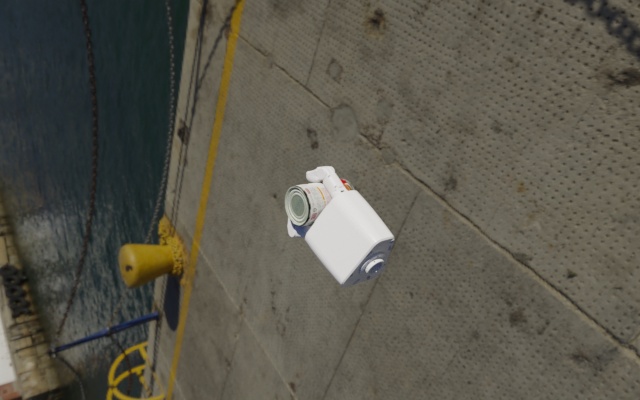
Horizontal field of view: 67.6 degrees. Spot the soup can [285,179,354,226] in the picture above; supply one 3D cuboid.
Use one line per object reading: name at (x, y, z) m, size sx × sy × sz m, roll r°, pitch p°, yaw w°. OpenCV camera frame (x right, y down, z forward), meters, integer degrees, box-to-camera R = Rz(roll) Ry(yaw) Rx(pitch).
soup can at (0.000, 0.002, 0.798) m, size 0.102 × 0.068 × 0.068 m, roll -10°, pitch 6°, yaw -38°
